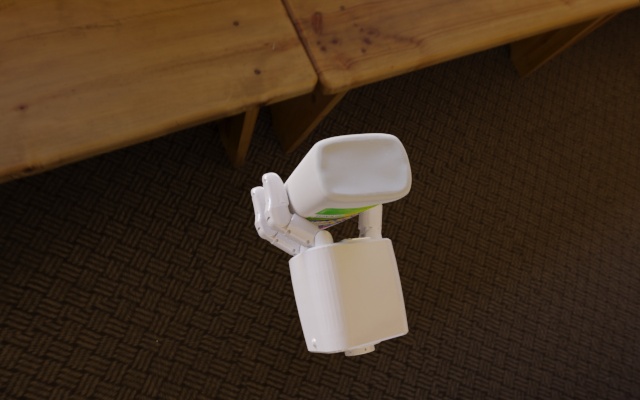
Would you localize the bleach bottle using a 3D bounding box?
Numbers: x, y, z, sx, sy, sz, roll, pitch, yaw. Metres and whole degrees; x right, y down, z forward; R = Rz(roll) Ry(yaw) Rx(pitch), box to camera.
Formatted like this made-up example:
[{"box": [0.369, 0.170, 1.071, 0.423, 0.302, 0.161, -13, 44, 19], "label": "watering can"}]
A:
[{"box": [0.000, 0.002, 0.552, 0.102, 0.068, 0.251, -6, -14, -20], "label": "bleach bottle"}]
